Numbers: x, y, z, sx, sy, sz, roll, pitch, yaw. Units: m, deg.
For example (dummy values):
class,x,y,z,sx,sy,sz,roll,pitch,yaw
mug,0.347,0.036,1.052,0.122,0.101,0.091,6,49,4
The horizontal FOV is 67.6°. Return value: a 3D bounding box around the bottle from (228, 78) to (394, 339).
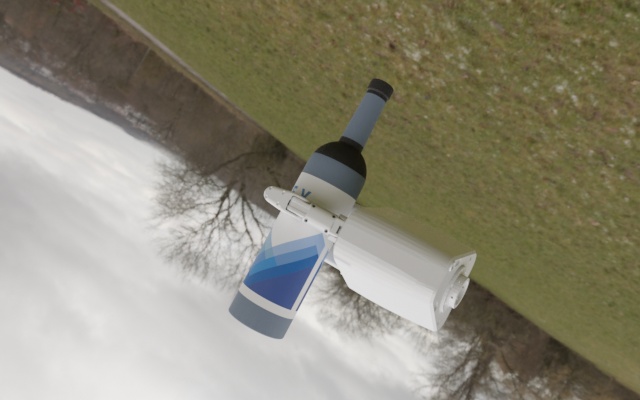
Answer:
class,x,y,z,sx,sy,sz,roll,pitch,yaw
bottle,0.000,0.002,0.518,0.069,0.295,0.069,28,-4,2
